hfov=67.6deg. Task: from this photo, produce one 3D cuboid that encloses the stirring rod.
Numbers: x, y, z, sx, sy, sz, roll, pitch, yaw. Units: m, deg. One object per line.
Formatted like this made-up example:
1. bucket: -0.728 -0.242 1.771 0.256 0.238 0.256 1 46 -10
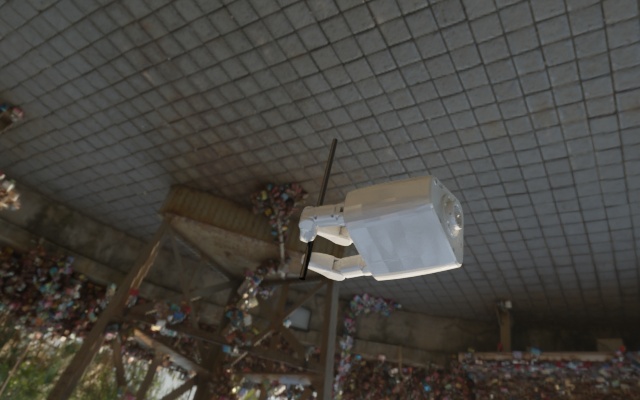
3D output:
1. stirring rod: 0.000 0.002 0.657 0.011 0.239 0.011 9 -37 7
